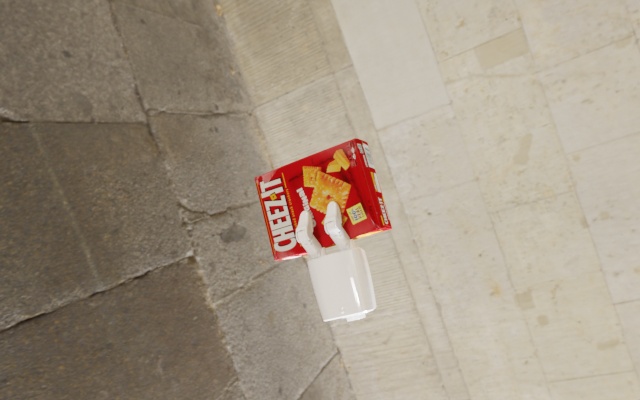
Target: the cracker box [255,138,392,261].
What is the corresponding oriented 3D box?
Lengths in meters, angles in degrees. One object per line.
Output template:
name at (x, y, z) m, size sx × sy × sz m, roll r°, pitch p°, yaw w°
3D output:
cracker box at (0.000, 0.003, 0.852) m, size 0.214 × 0.164 × 0.072 m, roll -19°, pitch -10°, yaw 23°
